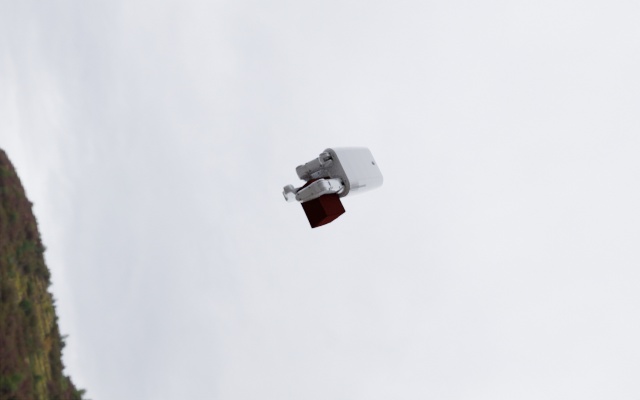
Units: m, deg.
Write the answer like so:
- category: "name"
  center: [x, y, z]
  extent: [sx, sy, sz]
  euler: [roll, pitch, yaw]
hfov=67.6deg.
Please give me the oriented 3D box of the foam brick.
- category: "foam brick"
  center: [0.000, 0.003, 0.871]
  extent: [0.051, 0.078, 0.053]
  euler: [-11, -20, -43]
